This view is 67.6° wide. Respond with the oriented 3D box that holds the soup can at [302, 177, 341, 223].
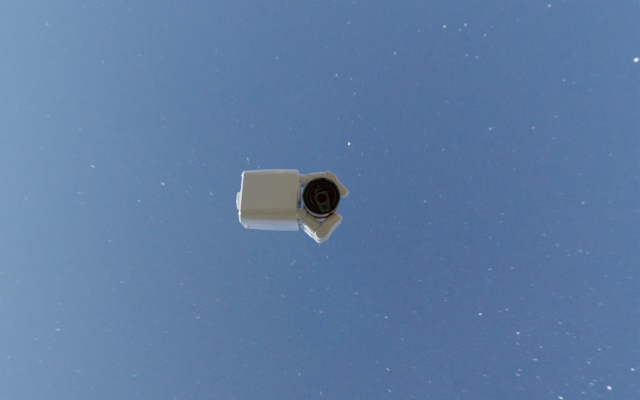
[{"bbox_3d":[0.001,0.003,0.887,0.068,0.068,0.102,0,-13,-1],"label":"soup can"}]
